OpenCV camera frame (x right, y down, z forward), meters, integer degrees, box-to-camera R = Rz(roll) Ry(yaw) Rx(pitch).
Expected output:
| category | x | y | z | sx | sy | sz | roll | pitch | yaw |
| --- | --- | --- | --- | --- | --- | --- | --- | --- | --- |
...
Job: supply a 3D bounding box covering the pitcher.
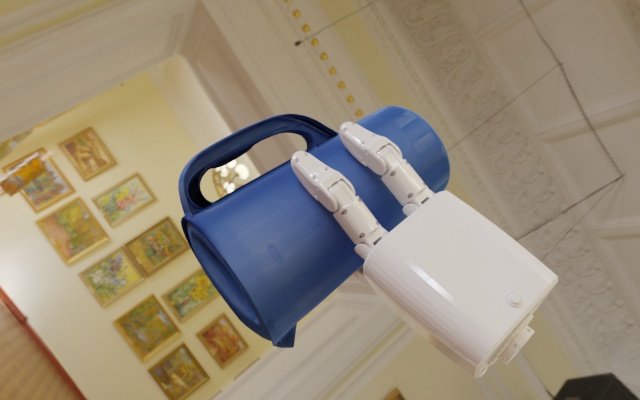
| category | x | y | z | sx | sy | sz | roll | pitch | yaw |
| --- | --- | --- | --- | --- | --- | --- | --- | --- | --- |
| pitcher | 0.000 | 0.002 | 0.445 | 0.242 | 0.149 | 0.145 | -35 | 58 | -23 |
